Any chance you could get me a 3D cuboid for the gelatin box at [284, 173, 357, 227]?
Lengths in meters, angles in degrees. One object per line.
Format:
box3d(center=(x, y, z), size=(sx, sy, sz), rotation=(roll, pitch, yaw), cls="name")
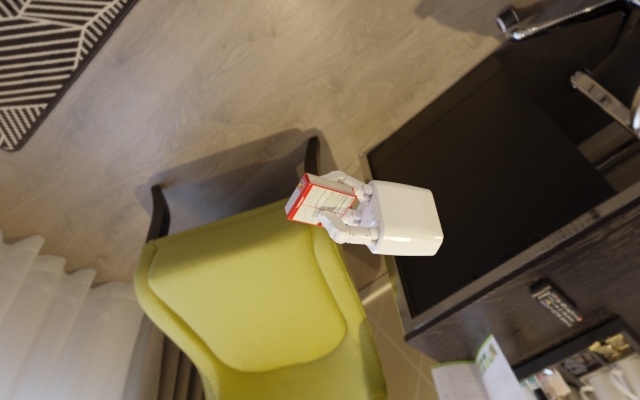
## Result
box3d(center=(0.000, 0.003, 0.733), size=(0.089, 0.073, 0.030), rotation=(14, 35, -30), cls="gelatin box")
